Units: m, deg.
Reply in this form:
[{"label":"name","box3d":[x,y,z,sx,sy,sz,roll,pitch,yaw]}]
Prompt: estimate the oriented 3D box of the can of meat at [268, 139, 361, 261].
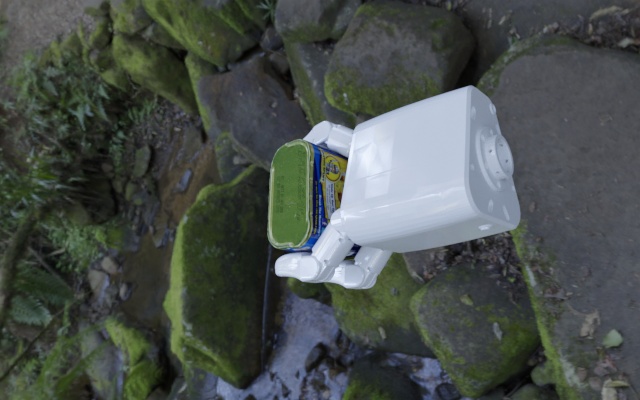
[{"label":"can of meat","box3d":[0.000,0.001,0.442,0.057,0.102,0.084,-12,-19,41]}]
